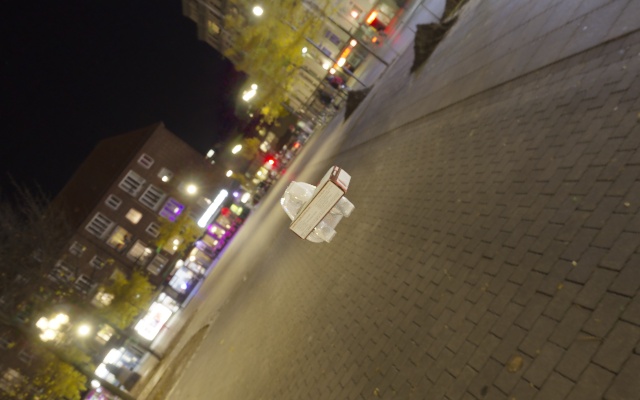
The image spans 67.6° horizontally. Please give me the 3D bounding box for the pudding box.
[{"bbox_3d":[0.000,0.002,0.793,0.039,0.113,0.090,36,20,-6],"label":"pudding box"}]
